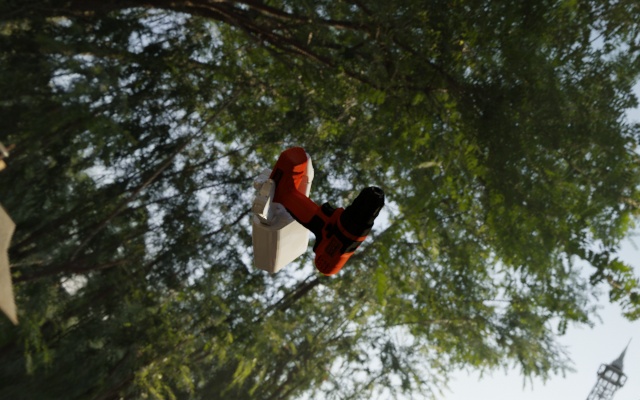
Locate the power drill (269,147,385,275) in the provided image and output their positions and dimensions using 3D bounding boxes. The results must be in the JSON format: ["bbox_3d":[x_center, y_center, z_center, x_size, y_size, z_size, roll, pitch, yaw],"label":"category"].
[{"bbox_3d":[0.000,0.002,0.754,0.057,0.184,0.187,-18,58,-47],"label":"power drill"}]
